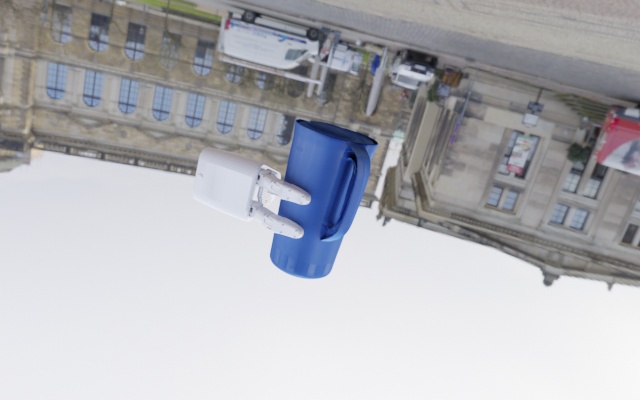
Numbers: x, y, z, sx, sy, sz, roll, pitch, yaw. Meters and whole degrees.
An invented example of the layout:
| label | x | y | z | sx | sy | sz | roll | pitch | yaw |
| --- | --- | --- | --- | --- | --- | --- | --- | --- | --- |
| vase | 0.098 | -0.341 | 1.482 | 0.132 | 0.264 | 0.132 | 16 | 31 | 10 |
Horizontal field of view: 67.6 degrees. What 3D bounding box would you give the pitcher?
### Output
| label | x | y | z | sx | sy | sz | roll | pitch | yaw |
| --- | --- | --- | --- | --- | --- | --- | --- | --- | --- |
| pitcher | 0.000 | 0.002 | 0.760 | 0.145 | 0.243 | 0.149 | 19 | 16 | 13 |
